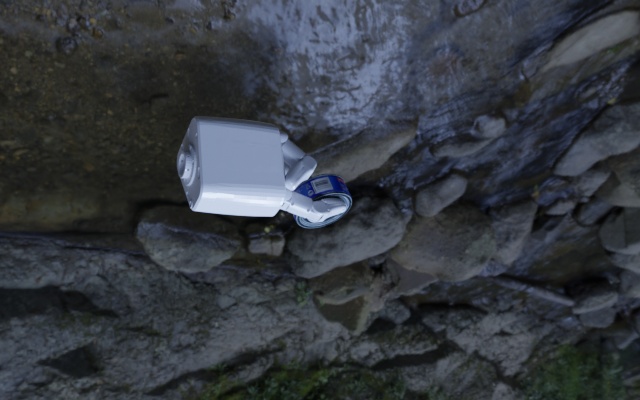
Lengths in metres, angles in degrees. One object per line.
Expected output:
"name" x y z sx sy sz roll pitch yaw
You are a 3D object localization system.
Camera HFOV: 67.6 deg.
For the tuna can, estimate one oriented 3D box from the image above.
"tuna can" 0.000 0.003 0.669 0.086 0.033 0.086 -17 -31 -10
